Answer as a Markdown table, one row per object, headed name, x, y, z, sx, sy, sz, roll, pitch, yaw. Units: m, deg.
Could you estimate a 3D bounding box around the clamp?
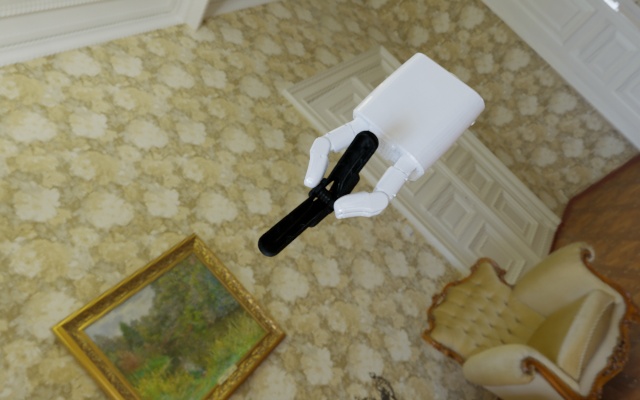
| name | x | y | z | sx | sy | sz | roll | pitch | yaw |
| --- | --- | --- | --- | --- | --- | --- | --- | --- | --- |
| clamp | 0.000 | 0.001 | 0.565 | 0.036 | 0.164 | 0.210 | 45 | -3 | 5 |
